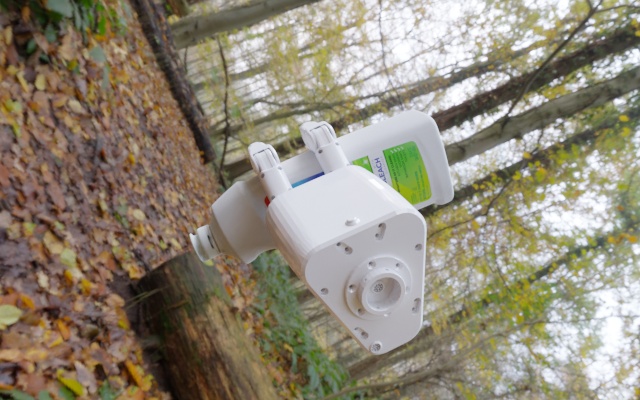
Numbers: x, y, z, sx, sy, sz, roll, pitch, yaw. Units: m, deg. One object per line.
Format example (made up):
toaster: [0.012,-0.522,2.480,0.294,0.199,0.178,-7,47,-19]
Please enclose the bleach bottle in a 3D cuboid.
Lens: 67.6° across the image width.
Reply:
bleach bottle: [0.000,0.001,0.466,0.251,0.103,0.068,-24,23,-9]
